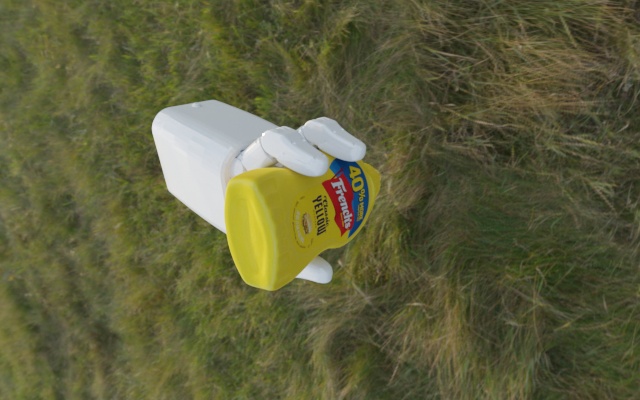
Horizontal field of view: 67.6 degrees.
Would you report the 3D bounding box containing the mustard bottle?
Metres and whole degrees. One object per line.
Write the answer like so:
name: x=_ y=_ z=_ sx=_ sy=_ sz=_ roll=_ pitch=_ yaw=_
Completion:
mustard bottle: x=0.000 y=0.002 z=0.443 sx=0.058 sy=0.096 sz=0.191 roll=4 pitch=19 yaw=37
